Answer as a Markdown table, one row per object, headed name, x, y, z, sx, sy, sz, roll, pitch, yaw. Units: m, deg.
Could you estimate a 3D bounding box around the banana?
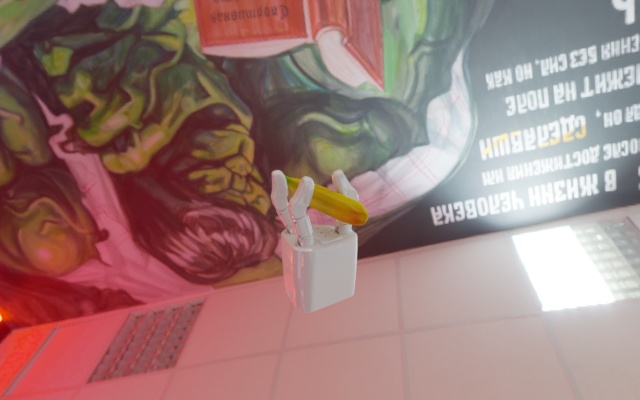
| name | x | y | z | sx | sy | sz | roll | pitch | yaw |
| --- | --- | --- | --- | --- | --- | --- | --- | --- | --- |
| banana | 0.011 | 0.004 | 0.703 | 0.069 | 0.037 | 0.197 | 11 | 9 | -44 |
